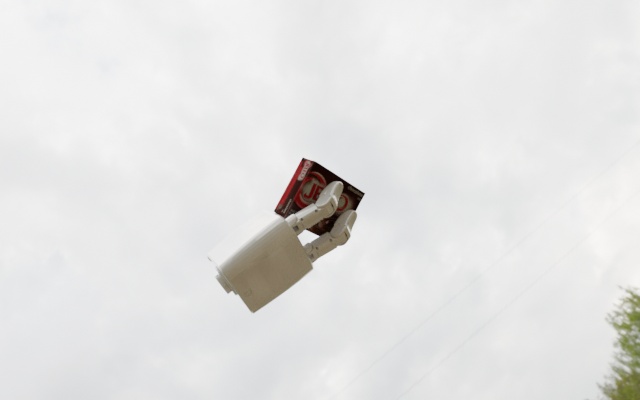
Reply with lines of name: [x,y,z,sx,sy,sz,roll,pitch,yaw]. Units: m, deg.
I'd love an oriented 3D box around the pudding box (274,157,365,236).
pudding box: [0.000,0.002,0.692,0.113,0.090,0.039,29,-2,-40]
